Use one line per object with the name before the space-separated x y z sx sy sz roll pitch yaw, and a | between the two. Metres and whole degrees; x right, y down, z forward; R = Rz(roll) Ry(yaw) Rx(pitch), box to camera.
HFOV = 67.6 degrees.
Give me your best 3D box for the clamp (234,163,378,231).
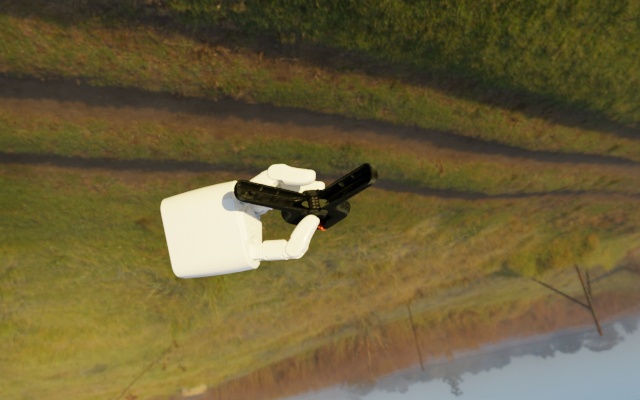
clamp | 0.000 0.003 0.622 0.164 0.036 0.210 -8 -17 10
